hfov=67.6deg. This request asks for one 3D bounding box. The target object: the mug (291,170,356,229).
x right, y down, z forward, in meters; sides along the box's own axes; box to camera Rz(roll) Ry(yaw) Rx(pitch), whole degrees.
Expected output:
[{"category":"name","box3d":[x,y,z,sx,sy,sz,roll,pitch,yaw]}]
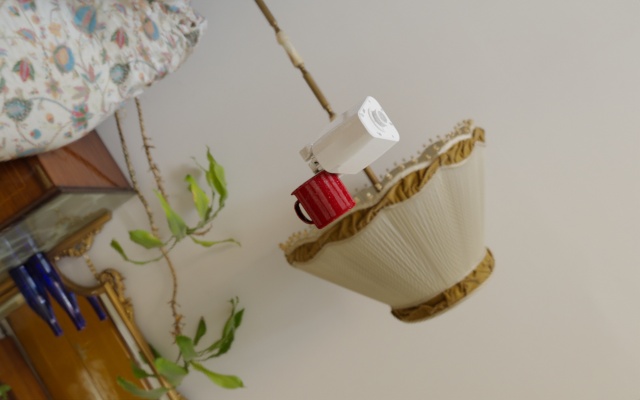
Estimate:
[{"category":"mug","box3d":[-0.001,0.004,0.846,0.117,0.081,0.093,-36,-3,33]}]
